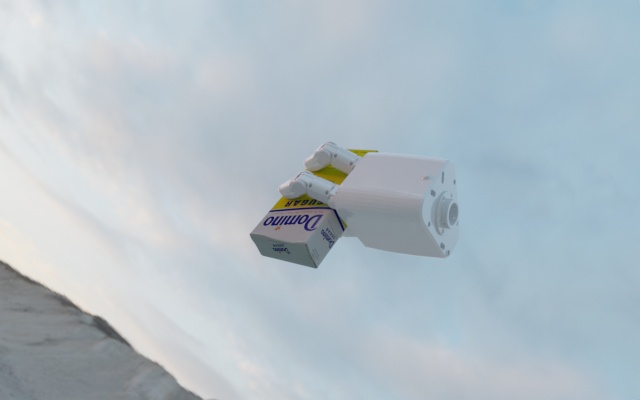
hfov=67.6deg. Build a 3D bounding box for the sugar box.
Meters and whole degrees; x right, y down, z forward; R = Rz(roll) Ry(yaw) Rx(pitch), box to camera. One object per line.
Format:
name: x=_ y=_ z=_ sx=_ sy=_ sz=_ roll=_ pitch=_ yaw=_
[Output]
sugar box: x=0.000 y=0.001 z=0.603 sx=0.093 sy=0.048 sz=0.176 roll=7 pitch=43 yaw=38
